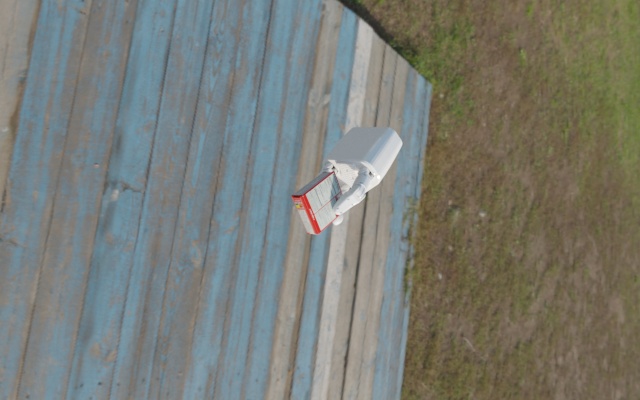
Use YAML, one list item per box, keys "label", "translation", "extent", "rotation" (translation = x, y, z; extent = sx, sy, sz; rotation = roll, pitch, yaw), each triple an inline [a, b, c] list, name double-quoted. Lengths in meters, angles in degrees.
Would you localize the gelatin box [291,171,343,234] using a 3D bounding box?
- label: "gelatin box"
  translation: [0.000, 0.003, 0.794]
  extent: [0.030, 0.073, 0.089]
  rotation: [0, 30, 43]
